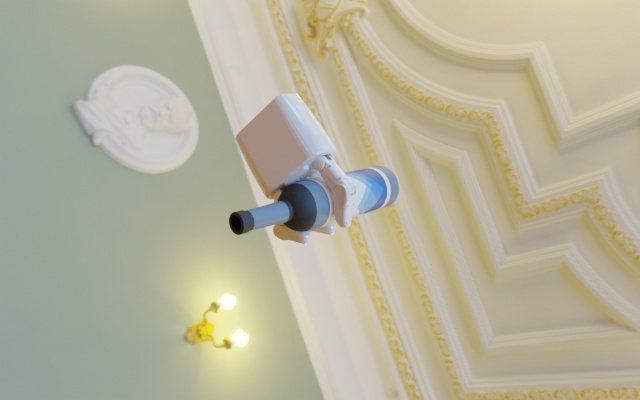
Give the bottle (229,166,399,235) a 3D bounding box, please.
[{"bbox_3d":[0.000,0.002,0.657,0.069,0.069,0.295,0,10,42],"label":"bottle"}]
